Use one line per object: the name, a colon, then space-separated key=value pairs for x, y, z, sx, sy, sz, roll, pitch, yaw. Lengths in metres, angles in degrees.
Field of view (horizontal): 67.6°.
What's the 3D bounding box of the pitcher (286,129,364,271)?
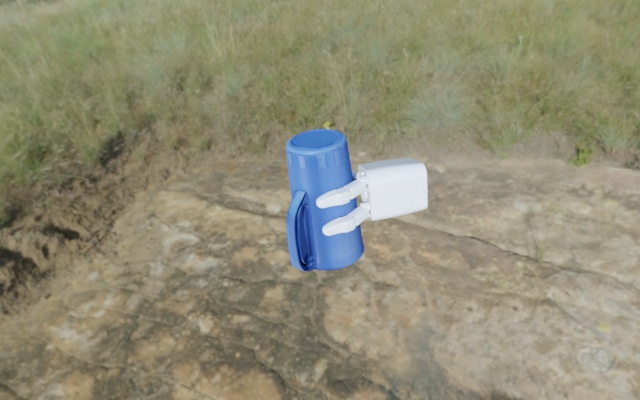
pitcher: x=0.000 y=0.003 z=0.876 sx=0.145 sy=0.243 sz=0.149 roll=-10 pitch=28 yaw=-4
